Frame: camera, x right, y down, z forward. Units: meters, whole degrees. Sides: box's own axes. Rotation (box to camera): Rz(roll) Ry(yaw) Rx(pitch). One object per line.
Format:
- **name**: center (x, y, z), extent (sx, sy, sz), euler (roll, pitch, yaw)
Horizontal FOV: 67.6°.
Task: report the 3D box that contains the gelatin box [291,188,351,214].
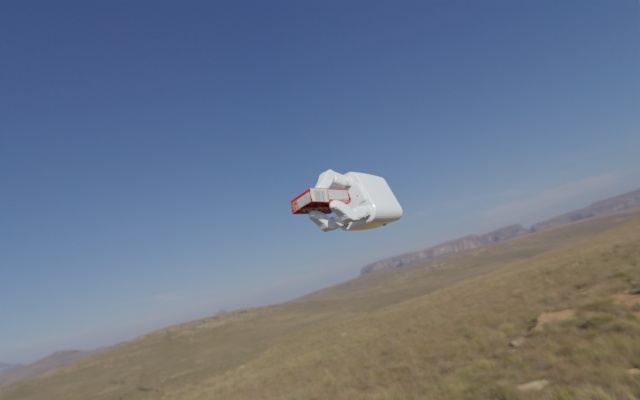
- **gelatin box**: center (0.000, 0.002, 0.895), extent (0.089, 0.030, 0.073), euler (2, -20, -34)
